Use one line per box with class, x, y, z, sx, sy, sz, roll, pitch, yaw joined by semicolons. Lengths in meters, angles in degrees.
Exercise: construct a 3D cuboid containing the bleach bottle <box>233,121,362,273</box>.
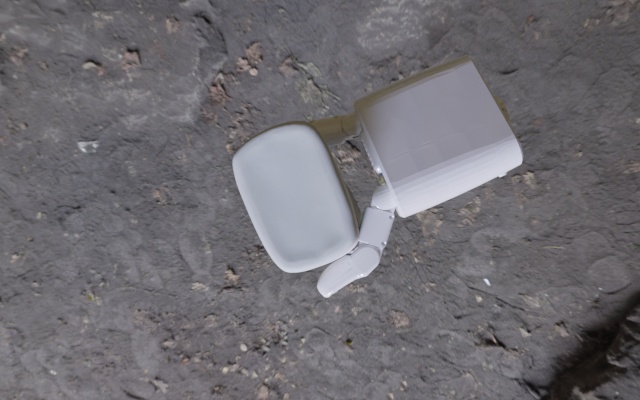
bleach bottle;0.000;0.002;0.436;0.068;0.102;0.251;-23;-4;7
